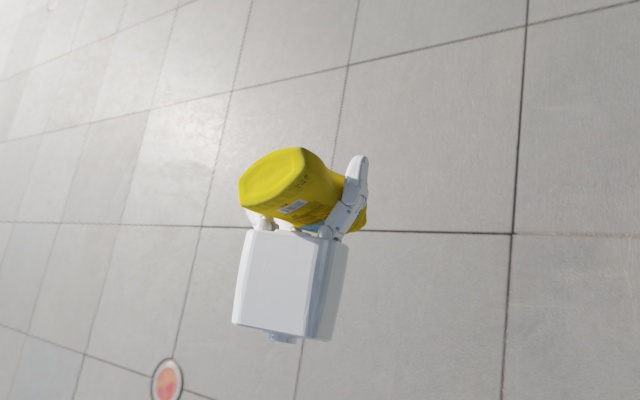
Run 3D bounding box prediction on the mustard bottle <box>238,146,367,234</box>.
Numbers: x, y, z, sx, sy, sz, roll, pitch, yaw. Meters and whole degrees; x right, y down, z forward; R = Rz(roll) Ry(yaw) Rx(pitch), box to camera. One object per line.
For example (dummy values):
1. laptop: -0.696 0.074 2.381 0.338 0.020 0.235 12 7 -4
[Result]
1. mustard bottle: 0.000 0.001 0.567 0.096 0.058 0.192 -27 -31 27
